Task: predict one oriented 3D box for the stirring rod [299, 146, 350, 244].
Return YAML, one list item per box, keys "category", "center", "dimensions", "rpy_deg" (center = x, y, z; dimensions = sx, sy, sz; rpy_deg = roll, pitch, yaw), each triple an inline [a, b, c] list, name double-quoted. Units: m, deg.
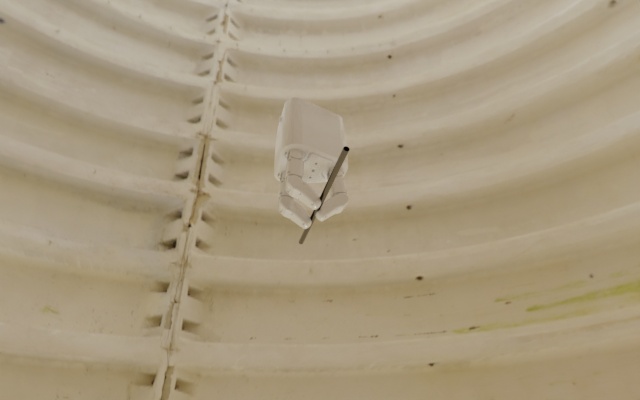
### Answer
- category: "stirring rod"
  center: [0.000, 0.002, 0.681]
  dimensions: [0.011, 0.011, 0.240]
  rpy_deg: [0, -33, -18]
